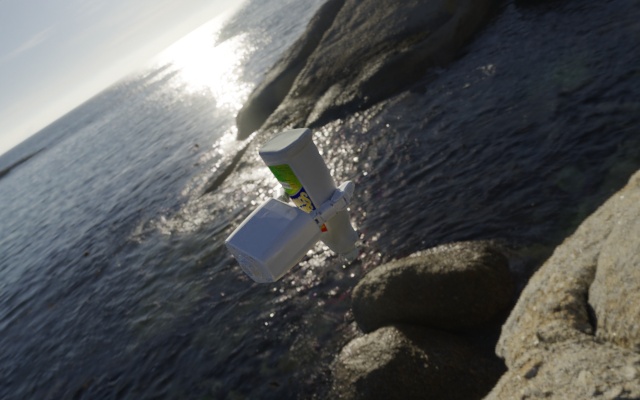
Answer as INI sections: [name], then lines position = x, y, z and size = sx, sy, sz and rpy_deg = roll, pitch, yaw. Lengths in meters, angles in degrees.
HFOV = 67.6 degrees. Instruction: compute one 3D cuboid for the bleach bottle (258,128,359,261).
[bleach bottle]
position = 0.000, 0.003, 0.793
size = 0.068, 0.251, 0.102
rpy_deg = -45, 27, -26
